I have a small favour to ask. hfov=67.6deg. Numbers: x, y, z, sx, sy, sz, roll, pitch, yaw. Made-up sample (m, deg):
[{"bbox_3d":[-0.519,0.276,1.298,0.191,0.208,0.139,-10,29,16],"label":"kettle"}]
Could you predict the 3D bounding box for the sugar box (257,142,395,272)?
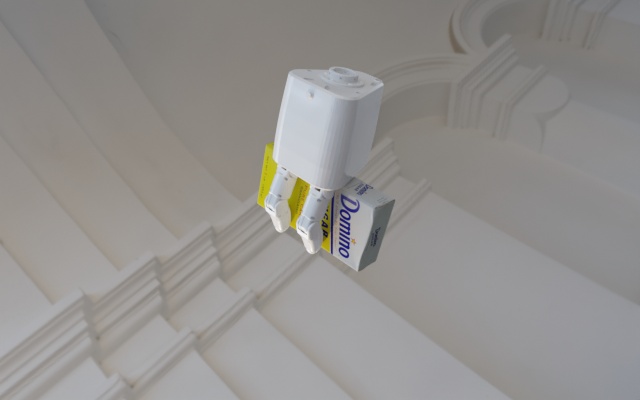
[{"bbox_3d":[0.000,0.002,0.592,0.176,0.093,0.048,33,36,31],"label":"sugar box"}]
